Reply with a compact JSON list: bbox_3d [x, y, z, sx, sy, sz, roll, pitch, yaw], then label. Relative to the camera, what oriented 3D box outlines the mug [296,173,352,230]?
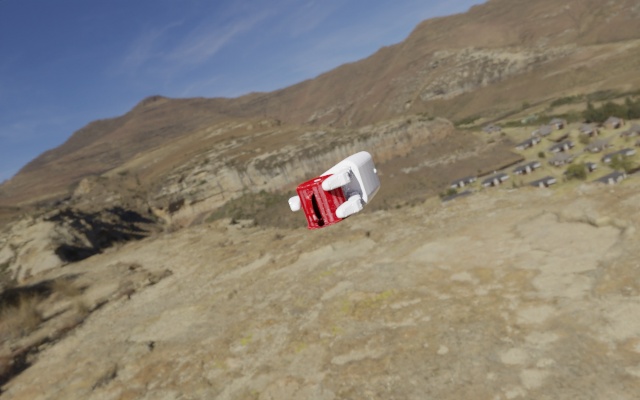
[{"bbox_3d":[-0.001,0.003,0.884,0.093,0.081,0.117,-15,10,27],"label":"mug"}]
